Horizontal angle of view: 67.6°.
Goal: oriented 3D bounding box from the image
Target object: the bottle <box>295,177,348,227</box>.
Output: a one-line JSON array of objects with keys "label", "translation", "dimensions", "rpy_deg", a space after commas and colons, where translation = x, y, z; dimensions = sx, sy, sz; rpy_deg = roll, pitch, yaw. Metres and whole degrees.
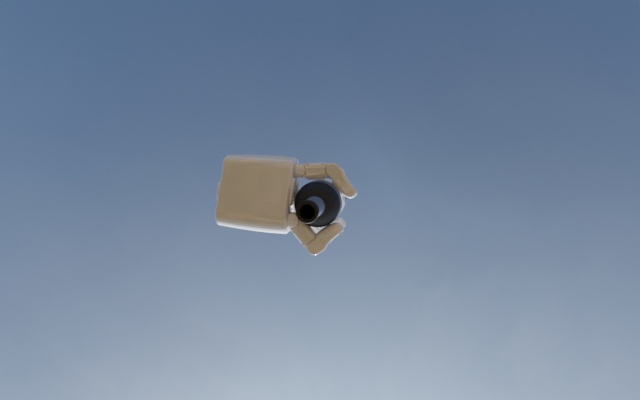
[{"label": "bottle", "translation": [0.000, 0.002, 0.715], "dimensions": [0.069, 0.069, 0.295], "rpy_deg": [0, 5, 6]}]
